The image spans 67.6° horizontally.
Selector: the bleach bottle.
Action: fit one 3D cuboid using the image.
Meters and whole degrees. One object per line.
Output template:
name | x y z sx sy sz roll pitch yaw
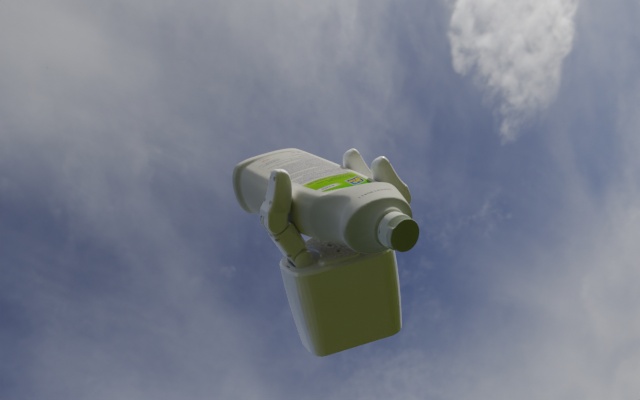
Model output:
bleach bottle | 0.000 0.001 0.482 0.102 0.068 0.250 -21 23 -24
